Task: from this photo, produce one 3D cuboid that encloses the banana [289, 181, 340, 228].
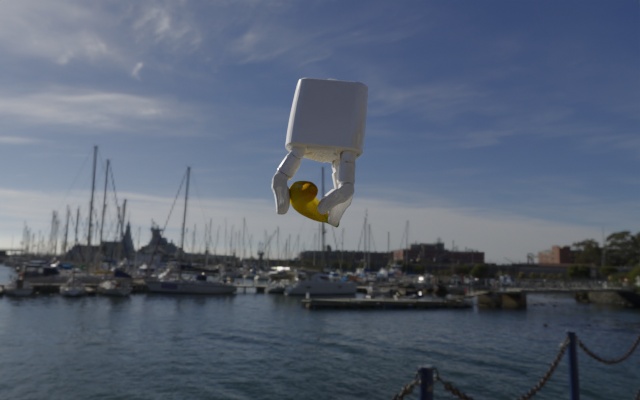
[{"bbox_3d":[-0.017,0.000,0.744,0.069,0.037,0.198,11,-12,15],"label":"banana"}]
